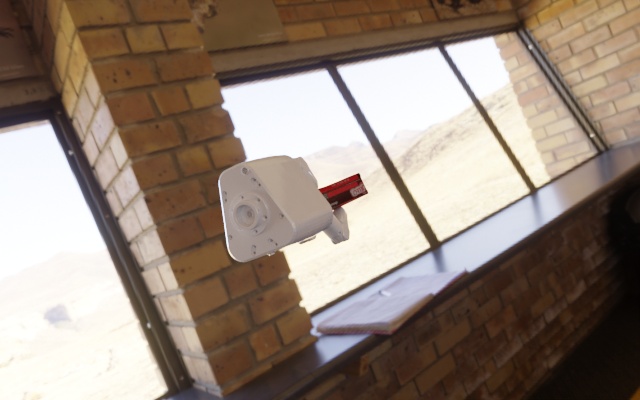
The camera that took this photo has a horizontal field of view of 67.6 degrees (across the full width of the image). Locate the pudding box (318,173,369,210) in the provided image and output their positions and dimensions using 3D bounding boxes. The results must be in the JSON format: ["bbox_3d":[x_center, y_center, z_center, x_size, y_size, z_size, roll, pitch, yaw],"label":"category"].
[{"bbox_3d":[0.000,0.002,0.693,0.090,0.039,0.113,-21,0,-38],"label":"pudding box"}]
